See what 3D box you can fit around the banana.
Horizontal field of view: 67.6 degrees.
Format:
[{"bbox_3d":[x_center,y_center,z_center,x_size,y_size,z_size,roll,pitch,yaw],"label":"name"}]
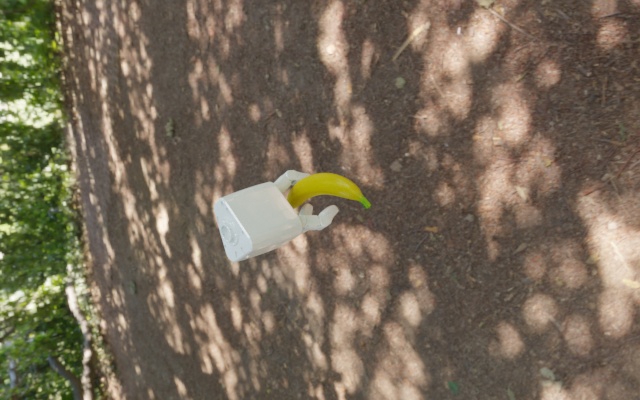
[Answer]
[{"bbox_3d":[-0.002,-0.015,0.847,0.198,0.070,0.037,0,19,45],"label":"banana"}]
